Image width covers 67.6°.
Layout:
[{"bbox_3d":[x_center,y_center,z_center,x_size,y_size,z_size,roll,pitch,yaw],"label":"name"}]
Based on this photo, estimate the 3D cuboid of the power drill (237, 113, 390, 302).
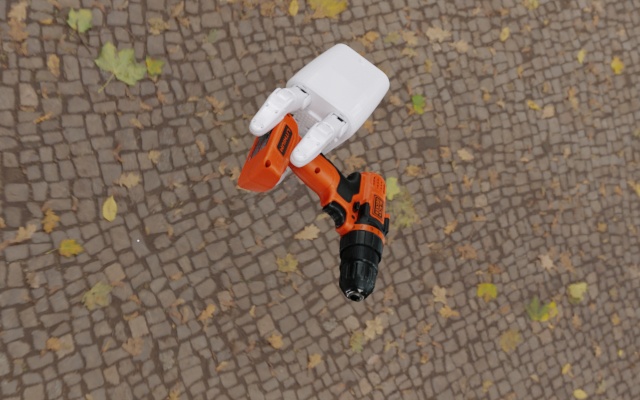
[{"bbox_3d":[0.000,0.001,0.542,0.188,0.184,0.057,38,-51,-24],"label":"power drill"}]
